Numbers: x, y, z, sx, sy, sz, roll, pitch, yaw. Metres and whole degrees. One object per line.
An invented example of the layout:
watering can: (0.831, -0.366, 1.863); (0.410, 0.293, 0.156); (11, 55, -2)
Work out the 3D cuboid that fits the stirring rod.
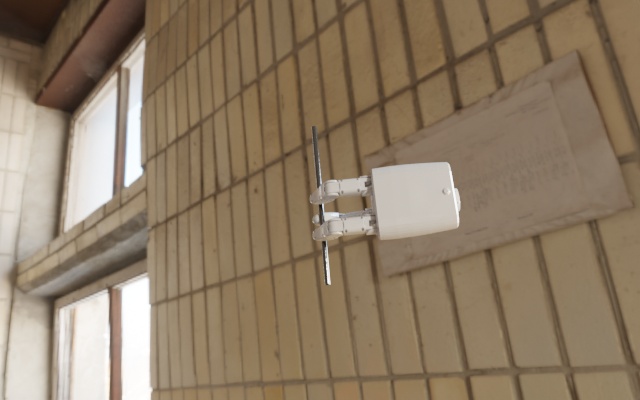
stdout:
stirring rod: (0.000, 0.002, 0.697); (0.011, 0.239, 0.011); (-5, -17, -1)
